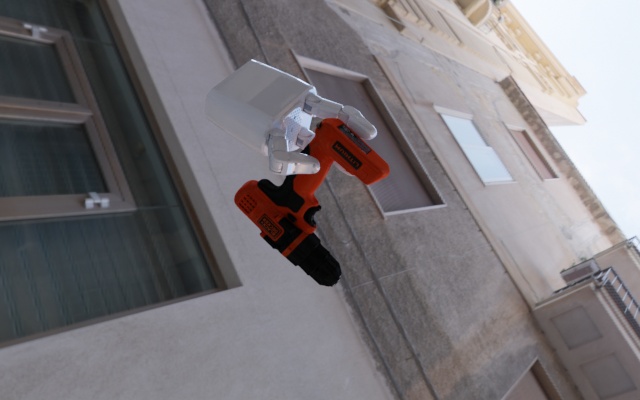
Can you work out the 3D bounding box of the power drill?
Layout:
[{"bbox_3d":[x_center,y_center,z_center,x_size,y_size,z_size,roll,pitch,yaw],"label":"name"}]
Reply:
[{"bbox_3d":[0.000,0.002,0.623,0.188,0.184,0.057,-46,0,21],"label":"power drill"}]
